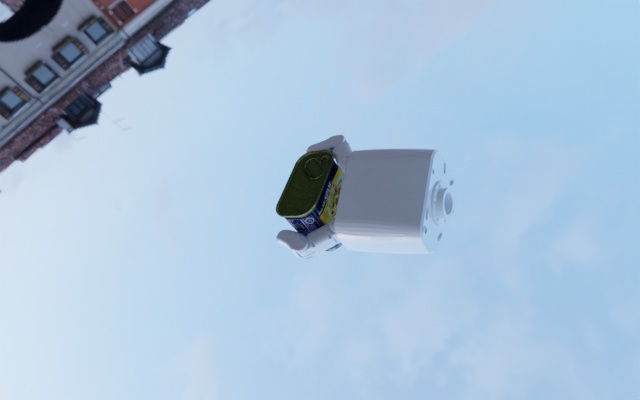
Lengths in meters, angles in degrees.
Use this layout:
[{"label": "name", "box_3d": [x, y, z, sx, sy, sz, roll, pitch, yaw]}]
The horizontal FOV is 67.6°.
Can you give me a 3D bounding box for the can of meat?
[{"label": "can of meat", "box_3d": [0.000, 0.002, 0.605, 0.057, 0.102, 0.084, -2, -37, 34]}]
